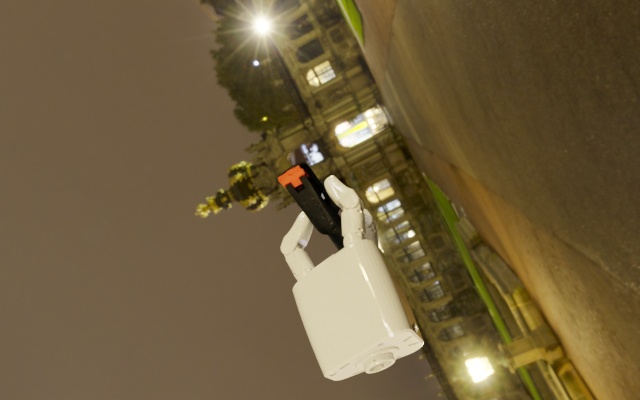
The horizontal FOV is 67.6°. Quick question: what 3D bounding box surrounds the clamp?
[{"bbox_3d":[-0.001,0.002,0.596,0.036,0.164,0.210,-31,-35,7],"label":"clamp"}]
